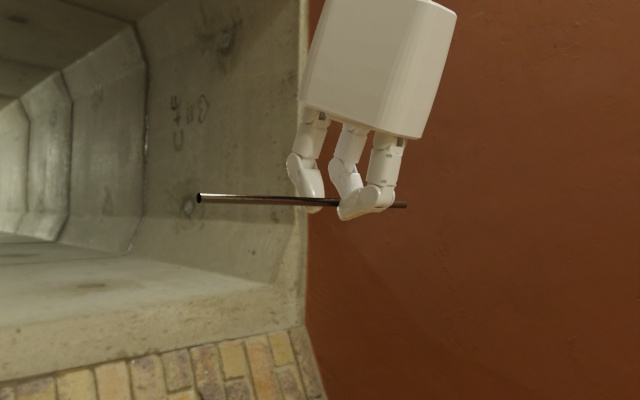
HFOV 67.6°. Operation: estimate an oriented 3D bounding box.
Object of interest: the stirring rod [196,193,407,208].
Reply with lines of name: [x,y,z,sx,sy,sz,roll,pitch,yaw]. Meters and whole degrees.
stirring rod: [0.000,0.001,0.432,0.239,0.011,0.011,2,-1,-42]
